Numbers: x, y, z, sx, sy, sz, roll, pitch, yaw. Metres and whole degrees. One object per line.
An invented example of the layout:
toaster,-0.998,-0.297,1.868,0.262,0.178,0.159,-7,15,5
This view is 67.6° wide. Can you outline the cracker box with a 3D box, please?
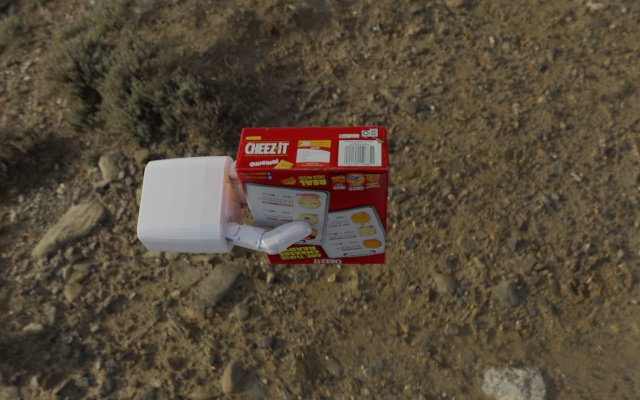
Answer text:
cracker box,0.000,0.002,0.595,0.164,0.072,0.214,0,-34,6
